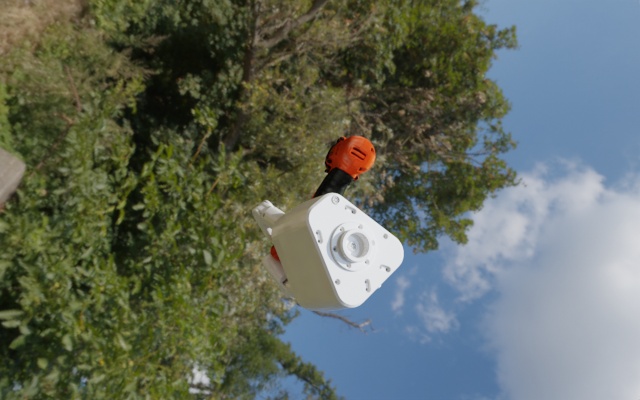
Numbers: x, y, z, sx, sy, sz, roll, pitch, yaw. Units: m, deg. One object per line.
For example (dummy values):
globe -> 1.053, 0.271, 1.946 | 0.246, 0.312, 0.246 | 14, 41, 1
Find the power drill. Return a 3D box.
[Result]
power drill -> 0.000, 0.003, 0.647 | 0.057, 0.187, 0.184 | 29, -3, -4
